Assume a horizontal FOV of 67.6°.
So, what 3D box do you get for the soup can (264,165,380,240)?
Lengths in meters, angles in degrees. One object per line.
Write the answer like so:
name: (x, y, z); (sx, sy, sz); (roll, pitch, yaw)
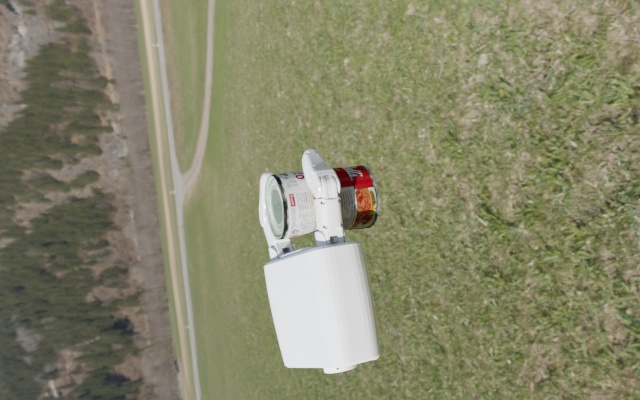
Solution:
soup can: (0.000, 0.001, 0.493); (0.102, 0.068, 0.068); (-7, 2, -22)
